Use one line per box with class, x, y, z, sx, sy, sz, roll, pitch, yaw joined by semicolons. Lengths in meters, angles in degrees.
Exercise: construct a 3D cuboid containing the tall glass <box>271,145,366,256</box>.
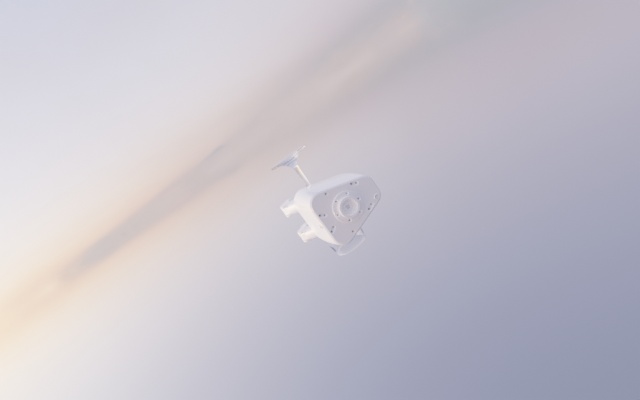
tall glass;0.000;0.002;0.858;0.079;0.201;0.079;-35;11;8
